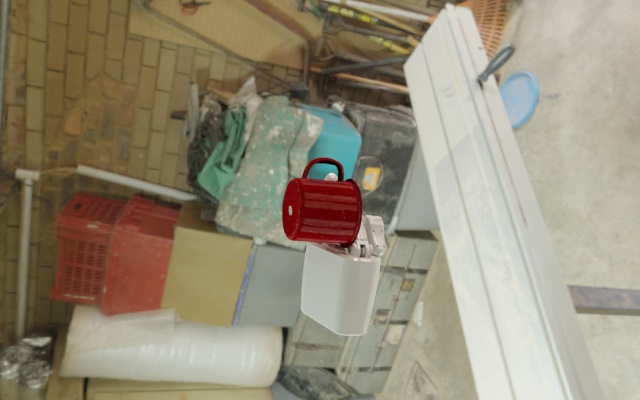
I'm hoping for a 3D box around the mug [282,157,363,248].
[{"bbox_3d":[0.000,0.001,0.621,0.081,0.117,0.093,5,6,-20],"label":"mug"}]
